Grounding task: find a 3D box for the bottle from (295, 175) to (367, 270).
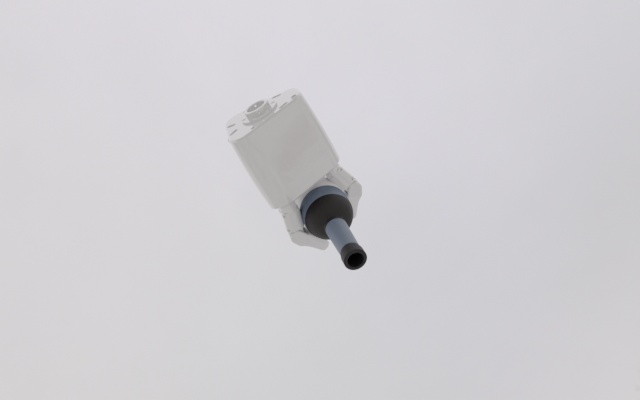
[{"bbox_3d":[0.000,0.002,0.651,0.069,0.069,0.295,0,26,-17],"label":"bottle"}]
